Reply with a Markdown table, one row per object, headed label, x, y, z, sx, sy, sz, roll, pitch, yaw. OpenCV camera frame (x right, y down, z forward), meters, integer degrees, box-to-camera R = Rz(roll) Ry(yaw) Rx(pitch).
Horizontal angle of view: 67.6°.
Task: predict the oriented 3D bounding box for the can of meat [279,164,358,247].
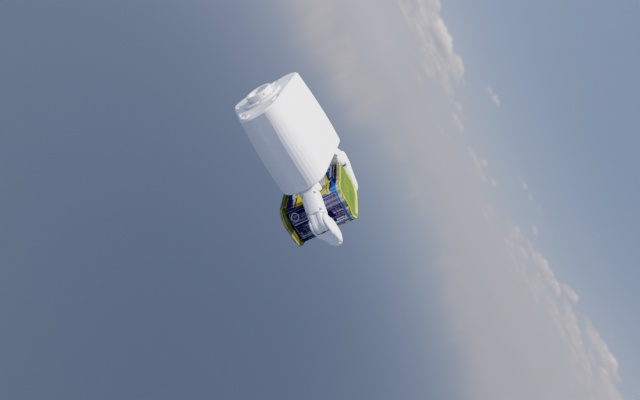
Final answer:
| label | x | y | z | sx | sy | sz | roll | pitch | yaw |
| --- | --- | --- | --- | --- | --- | --- | --- | --- | --- |
| can of meat | 0.000 | 0.002 | 0.623 | 0.084 | 0.057 | 0.102 | -25 | 23 | 15 |
